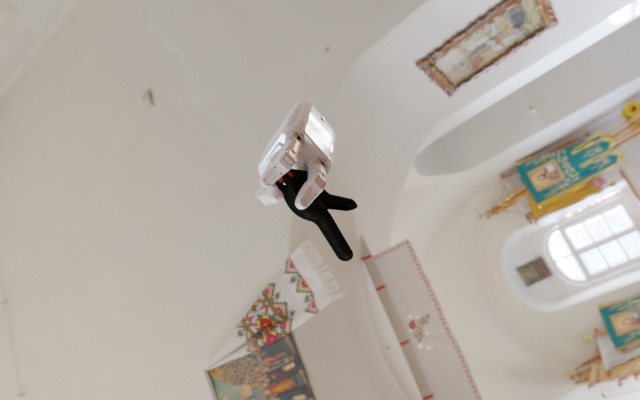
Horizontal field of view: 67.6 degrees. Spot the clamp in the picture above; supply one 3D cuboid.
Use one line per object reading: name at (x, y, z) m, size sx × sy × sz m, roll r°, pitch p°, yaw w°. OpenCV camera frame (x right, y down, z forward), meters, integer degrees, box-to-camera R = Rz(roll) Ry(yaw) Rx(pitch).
clamp at (0.000, 0.003, 0.738) m, size 0.039 × 0.171 × 0.120 m, roll -30°, pitch 26°, yaw 28°
